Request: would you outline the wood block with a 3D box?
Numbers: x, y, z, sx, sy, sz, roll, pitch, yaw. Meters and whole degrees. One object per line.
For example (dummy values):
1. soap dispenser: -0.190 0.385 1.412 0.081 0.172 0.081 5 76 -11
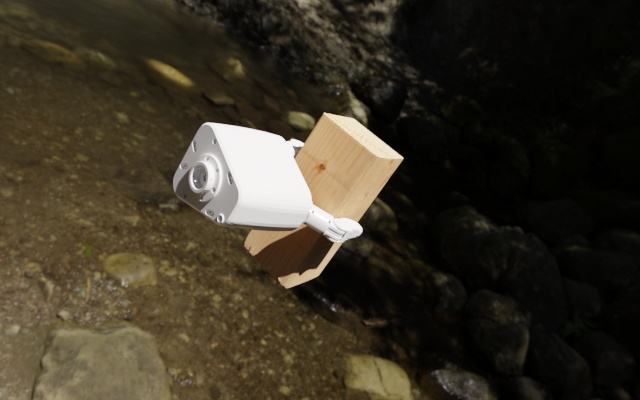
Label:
1. wood block: 0.000 0.002 0.616 0.090 0.206 0.090 42 22 20
